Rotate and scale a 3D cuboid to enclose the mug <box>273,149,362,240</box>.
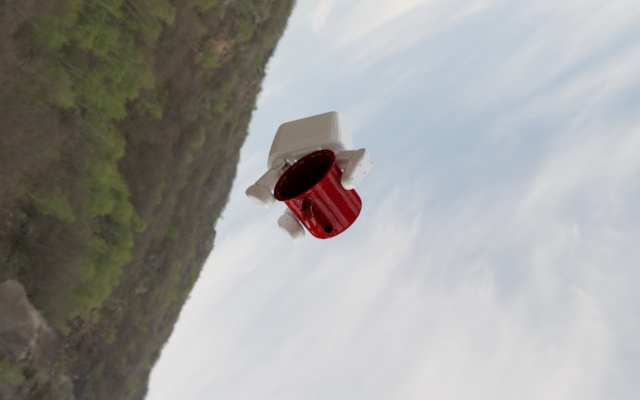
[{"bbox_3d":[0.000,0.003,0.601,0.093,0.081,0.117,-27,30,20],"label":"mug"}]
